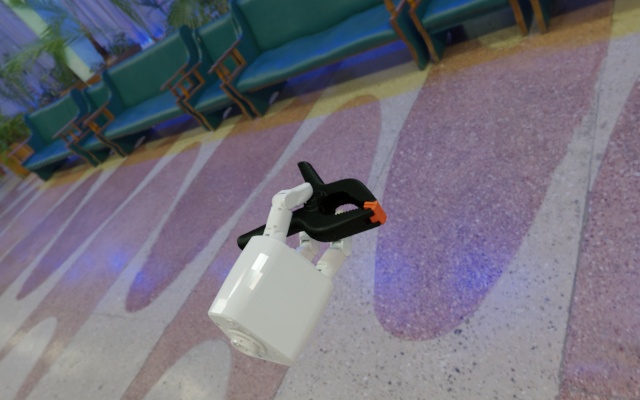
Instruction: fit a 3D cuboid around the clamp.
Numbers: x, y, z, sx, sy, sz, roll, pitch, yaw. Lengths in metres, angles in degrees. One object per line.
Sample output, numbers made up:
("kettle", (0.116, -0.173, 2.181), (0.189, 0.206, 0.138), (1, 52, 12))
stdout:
("clamp", (0.000, 0.002, 0.617), (0.210, 0.164, 0.036), (-3, -45, 42))
